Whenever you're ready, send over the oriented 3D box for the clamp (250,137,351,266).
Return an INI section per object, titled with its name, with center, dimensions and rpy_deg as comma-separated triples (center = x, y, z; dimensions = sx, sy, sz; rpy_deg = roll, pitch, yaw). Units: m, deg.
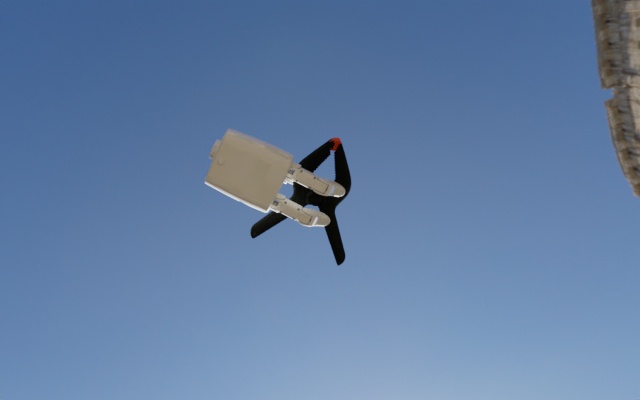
[clamp]
center = 0.000, 0.002, 0.775
dimensions = 0.164, 0.210, 0.036
rpy_deg = 25, 16, -10
